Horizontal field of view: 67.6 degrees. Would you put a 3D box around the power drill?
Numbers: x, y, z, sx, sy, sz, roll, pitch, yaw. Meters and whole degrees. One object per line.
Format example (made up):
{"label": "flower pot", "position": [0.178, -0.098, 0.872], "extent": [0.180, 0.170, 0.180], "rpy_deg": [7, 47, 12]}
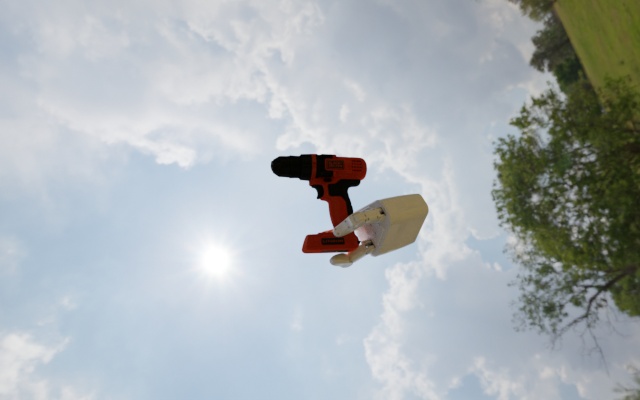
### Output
{"label": "power drill", "position": [0.000, 0.003, 0.889], "extent": [0.184, 0.187, 0.057], "rpy_deg": [0, -12, -10]}
